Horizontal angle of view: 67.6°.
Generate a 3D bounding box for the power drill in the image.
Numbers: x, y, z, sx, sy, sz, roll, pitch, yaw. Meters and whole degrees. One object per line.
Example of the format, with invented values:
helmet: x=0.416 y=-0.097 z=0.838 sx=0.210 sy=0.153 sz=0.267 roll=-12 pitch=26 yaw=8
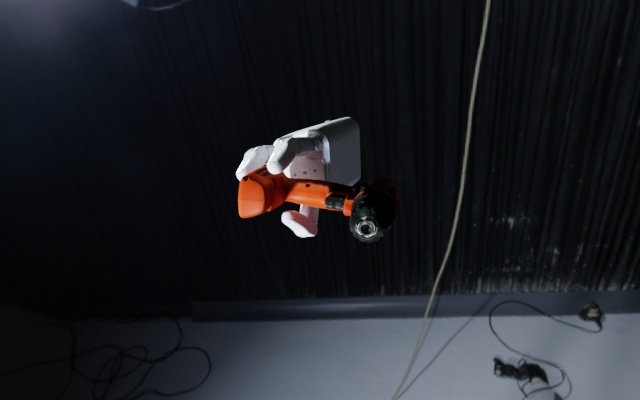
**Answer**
power drill: x=0.000 y=0.002 z=0.582 sx=0.187 sy=0.057 sz=0.184 roll=8 pitch=12 yaw=11
